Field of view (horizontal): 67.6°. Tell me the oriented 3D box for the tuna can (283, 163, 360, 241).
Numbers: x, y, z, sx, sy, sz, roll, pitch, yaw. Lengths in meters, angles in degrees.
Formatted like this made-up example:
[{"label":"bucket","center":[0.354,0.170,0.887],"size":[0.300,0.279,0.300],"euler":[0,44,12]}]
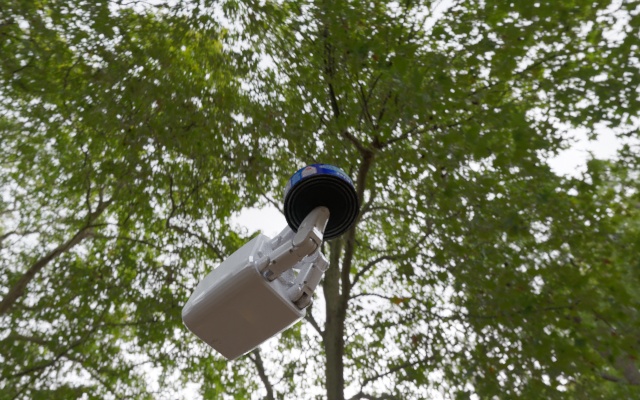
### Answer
[{"label":"tuna can","center":[0.000,0.001,0.546],"size":[0.086,0.086,0.033],"euler":[0,28,-6]}]
